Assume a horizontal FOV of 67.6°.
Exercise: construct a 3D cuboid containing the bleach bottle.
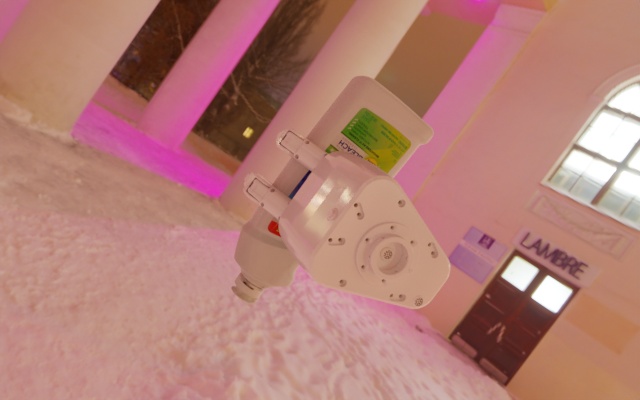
[{"bbox_3d":[0.000,0.002,0.490,0.102,0.251,0.068,35,3,-18],"label":"bleach bottle"}]
